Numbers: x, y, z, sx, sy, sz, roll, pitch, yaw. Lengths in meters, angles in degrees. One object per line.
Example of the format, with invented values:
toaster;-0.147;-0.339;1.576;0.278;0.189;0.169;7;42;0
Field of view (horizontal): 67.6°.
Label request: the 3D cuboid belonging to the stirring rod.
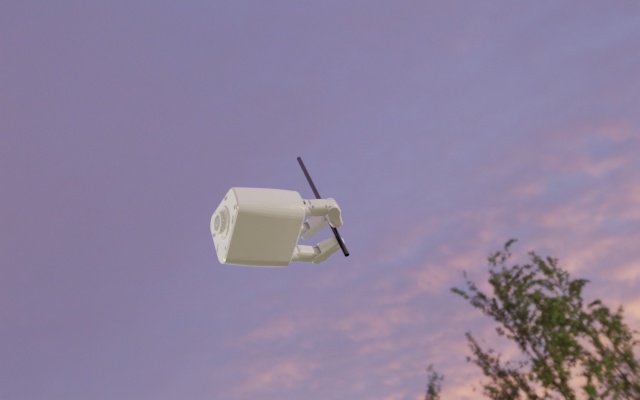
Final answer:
stirring rod;0.000;0.003;0.809;0.011;0.011;0.239;0;42;-27
